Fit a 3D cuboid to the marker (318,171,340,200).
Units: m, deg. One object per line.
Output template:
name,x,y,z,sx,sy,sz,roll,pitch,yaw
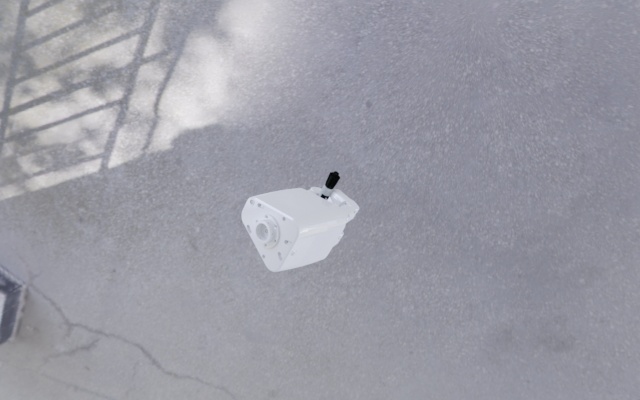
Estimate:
marker,0.000,0.003,0.791,0.020,0.121,0.020,22,28,-13
